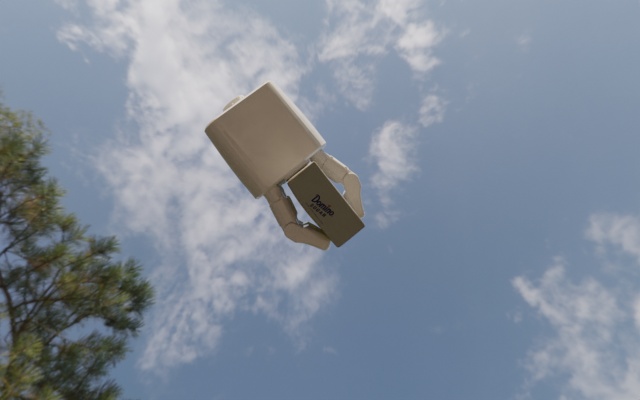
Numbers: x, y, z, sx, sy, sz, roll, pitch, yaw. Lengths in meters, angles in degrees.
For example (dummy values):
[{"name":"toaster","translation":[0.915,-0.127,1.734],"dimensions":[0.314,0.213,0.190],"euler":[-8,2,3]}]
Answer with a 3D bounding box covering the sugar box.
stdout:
[{"name":"sugar box","translation":[0.000,0.002,0.597],"dimensions":[0.048,0.093,0.176],"euler":[-38,3,1]}]
